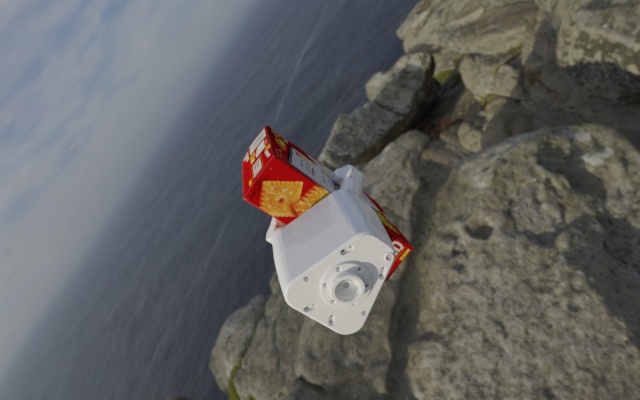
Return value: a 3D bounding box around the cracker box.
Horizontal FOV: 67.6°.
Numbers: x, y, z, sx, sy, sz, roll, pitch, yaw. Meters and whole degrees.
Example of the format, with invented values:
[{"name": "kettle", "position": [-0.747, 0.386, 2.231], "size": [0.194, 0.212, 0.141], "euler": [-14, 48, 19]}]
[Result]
[{"name": "cracker box", "position": [0.000, 0.002, 0.633], "size": [0.214, 0.072, 0.164], "euler": [34, 11, -20]}]
